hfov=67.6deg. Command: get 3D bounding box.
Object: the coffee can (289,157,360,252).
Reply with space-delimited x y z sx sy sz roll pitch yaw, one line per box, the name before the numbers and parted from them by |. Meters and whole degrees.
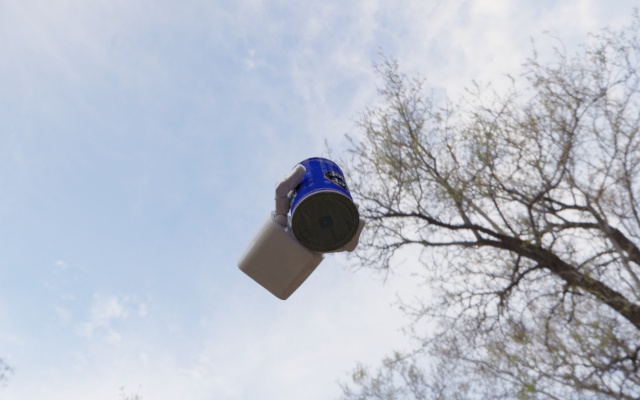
coffee can | 0.000 0.002 0.767 0.103 0.103 0.140 0 26 -7
